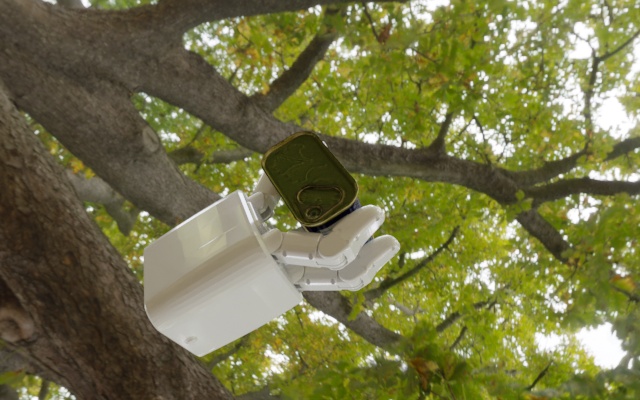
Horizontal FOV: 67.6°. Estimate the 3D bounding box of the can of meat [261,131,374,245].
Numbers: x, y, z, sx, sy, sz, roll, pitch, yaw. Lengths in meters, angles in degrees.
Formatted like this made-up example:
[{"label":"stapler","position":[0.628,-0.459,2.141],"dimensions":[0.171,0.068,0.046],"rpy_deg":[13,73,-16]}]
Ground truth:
[{"label":"can of meat","position":[0.000,0.001,0.430],"dimensions":[0.057,0.102,0.084],"rpy_deg":[-33,-39,-5]}]
